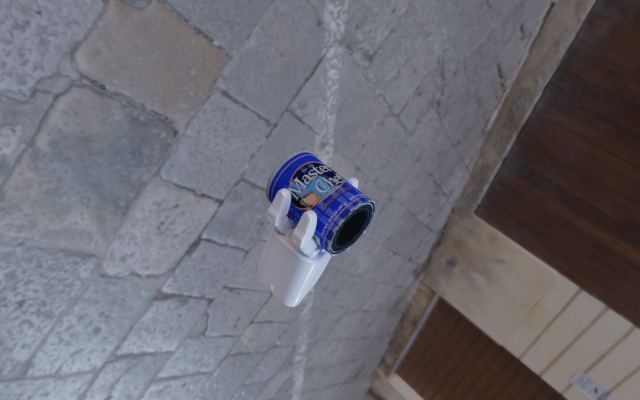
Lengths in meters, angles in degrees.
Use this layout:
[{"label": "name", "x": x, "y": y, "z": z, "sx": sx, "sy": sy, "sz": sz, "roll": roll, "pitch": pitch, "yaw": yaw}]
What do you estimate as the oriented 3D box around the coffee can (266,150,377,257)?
[{"label": "coffee can", "x": 0.000, "y": 0.002, "z": 0.730, "sx": 0.140, "sy": 0.103, "sz": 0.103, "roll": 39, "pitch": 20, "yaw": 26}]
